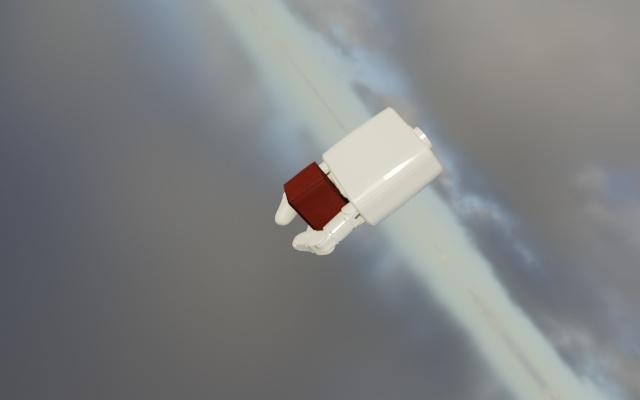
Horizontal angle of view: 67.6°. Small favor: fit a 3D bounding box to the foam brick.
[{"bbox_3d":[0.000,0.002,0.580,0.051,0.078,0.053,-37,31,8],"label":"foam brick"}]
